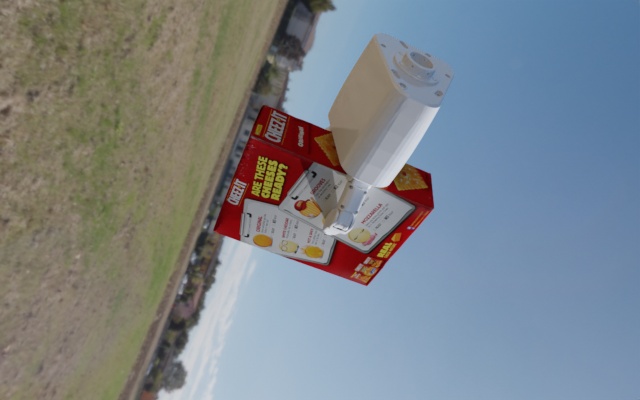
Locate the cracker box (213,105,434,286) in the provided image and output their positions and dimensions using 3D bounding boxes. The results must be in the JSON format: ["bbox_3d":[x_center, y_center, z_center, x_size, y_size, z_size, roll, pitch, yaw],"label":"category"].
[{"bbox_3d":[0.000,0.002,0.572,0.214,0.072,0.164,21,-48,-11],"label":"cracker box"}]
